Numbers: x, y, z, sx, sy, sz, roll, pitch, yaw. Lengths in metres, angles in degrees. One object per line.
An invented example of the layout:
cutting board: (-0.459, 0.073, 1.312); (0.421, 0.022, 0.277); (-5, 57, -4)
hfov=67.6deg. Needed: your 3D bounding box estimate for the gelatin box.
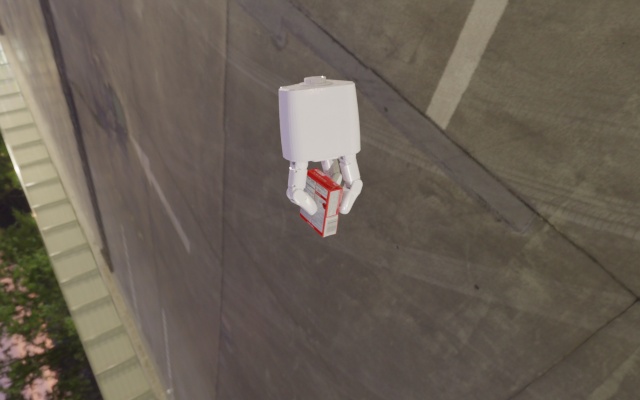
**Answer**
gelatin box: (0.000, 0.003, 0.771); (0.030, 0.089, 0.073); (-13, 34, -32)
